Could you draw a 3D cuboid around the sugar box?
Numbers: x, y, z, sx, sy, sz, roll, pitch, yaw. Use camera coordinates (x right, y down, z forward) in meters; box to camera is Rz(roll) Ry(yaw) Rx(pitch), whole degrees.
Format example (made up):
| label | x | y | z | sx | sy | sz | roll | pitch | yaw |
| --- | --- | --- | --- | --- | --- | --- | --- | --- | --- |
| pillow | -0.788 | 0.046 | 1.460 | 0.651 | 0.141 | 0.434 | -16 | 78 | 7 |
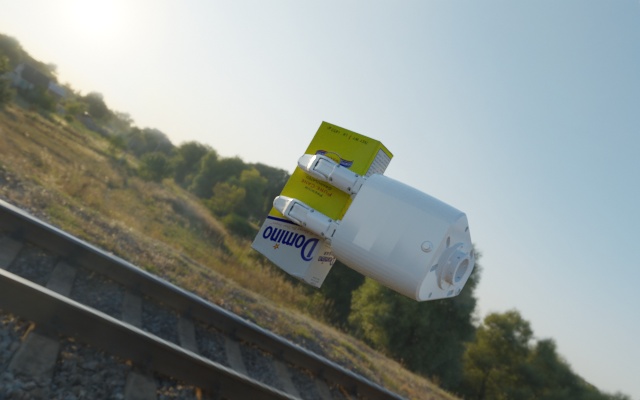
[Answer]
| label | x | y | z | sx | sy | sz | roll | pitch | yaw |
| --- | --- | --- | --- | --- | --- | --- | --- | --- | --- |
| sugar box | 0.000 | 0.002 | 0.554 | 0.093 | 0.176 | 0.048 | 26 | -7 | 38 |
